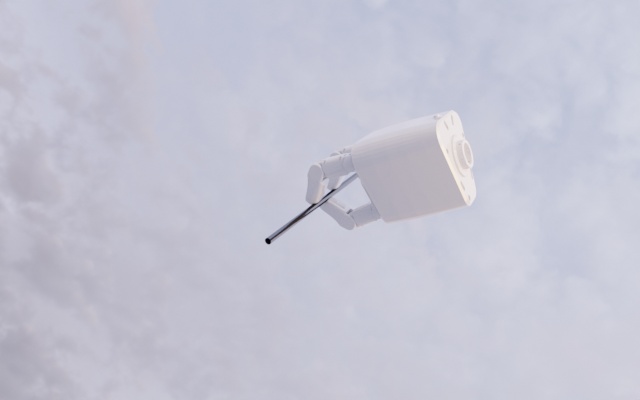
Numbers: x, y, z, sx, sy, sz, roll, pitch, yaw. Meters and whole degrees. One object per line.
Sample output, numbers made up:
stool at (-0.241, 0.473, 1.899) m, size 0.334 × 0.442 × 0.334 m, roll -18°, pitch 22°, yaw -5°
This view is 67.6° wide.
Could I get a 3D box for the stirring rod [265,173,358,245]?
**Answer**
stirring rod at (0.000, 0.002, 0.612) m, size 0.011 × 0.011 × 0.239 m, roll 0°, pitch 20°, yaw 30°
